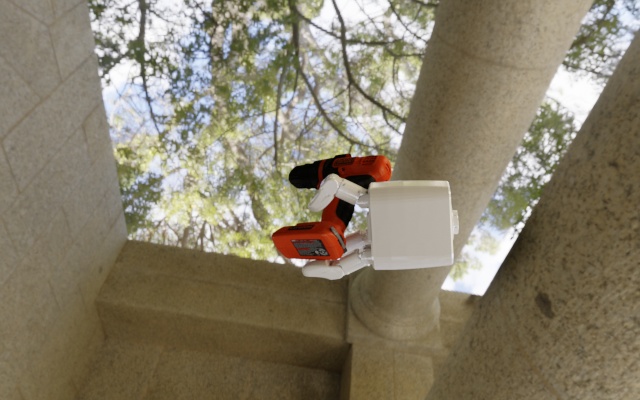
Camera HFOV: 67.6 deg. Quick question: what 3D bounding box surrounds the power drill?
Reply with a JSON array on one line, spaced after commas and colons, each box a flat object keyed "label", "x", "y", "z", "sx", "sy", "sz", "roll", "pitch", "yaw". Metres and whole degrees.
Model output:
[{"label": "power drill", "x": 0.000, "y": 0.003, "z": 0.724, "sx": 0.184, "sy": 0.057, "sz": 0.187, "roll": -5, "pitch": 42, "yaw": 35}]
